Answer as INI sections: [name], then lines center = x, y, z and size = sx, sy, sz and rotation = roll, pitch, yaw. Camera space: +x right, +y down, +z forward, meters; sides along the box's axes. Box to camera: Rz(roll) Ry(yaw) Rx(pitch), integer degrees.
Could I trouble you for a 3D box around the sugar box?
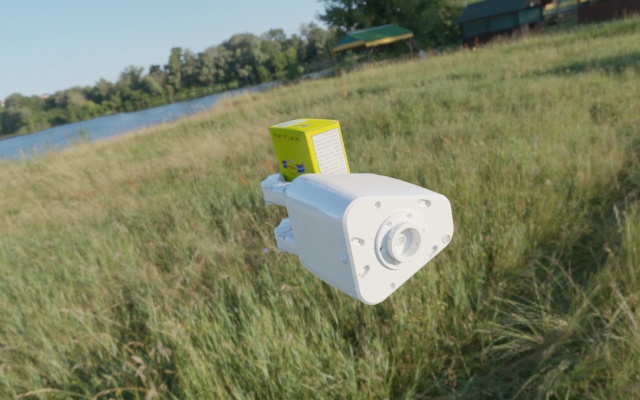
[sugar box]
center = 0.000, 0.002, 0.518
size = 0.048, 0.176, 0.093
rotation = -20, 19, -23
